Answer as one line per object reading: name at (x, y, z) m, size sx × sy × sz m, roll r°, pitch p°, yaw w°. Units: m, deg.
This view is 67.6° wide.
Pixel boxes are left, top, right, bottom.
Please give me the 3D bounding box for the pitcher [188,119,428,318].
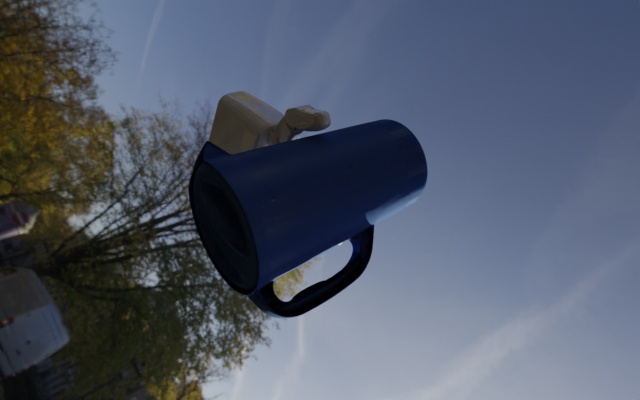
pitcher at (0.000, 0.002, 0.506) m, size 0.243 × 0.149 × 0.145 m, roll -21°, pitch 42°, yaw -32°
